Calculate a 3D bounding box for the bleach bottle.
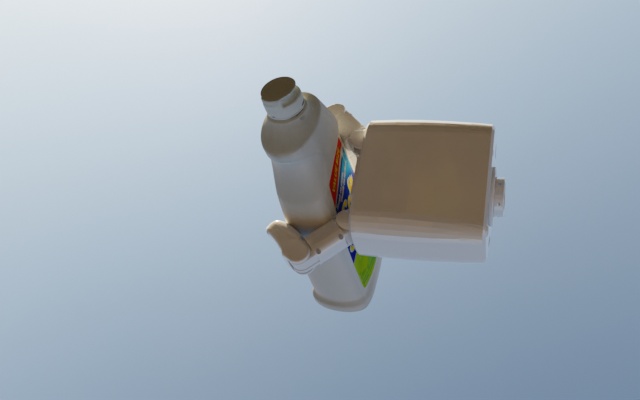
[{"bbox_3d":[0.000,0.001,0.441,0.068,0.102,0.251,4,-37,23],"label":"bleach bottle"}]
